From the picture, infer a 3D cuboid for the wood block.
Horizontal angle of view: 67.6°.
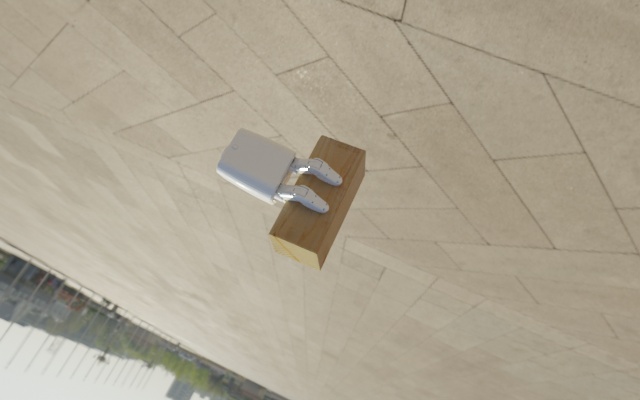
[{"bbox_3d":[0.000,0.003,0.833,0.090,0.206,0.091,21,-23,13],"label":"wood block"}]
